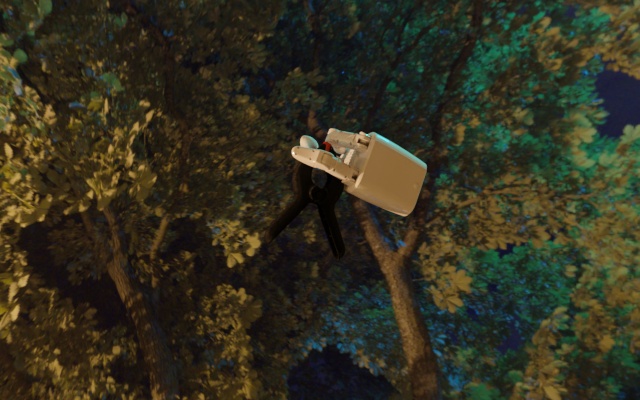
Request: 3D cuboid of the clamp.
[{"bbox_3d":[0.000,0.002,0.701,0.120,0.171,0.039,25,-12,-20],"label":"clamp"}]
